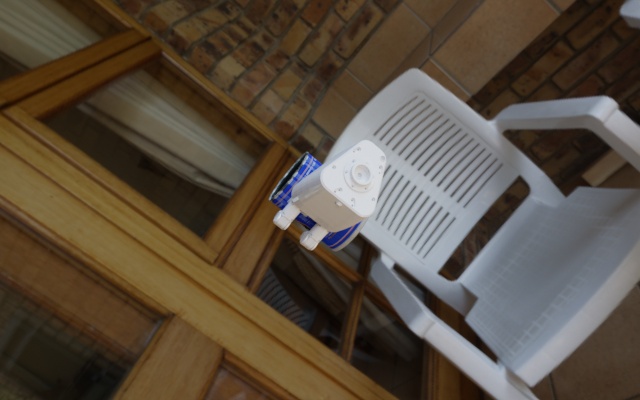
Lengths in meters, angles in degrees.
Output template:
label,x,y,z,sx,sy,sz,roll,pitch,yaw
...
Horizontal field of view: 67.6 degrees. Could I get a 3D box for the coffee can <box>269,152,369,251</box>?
label,x,y,z,sx,sy,sz,roll,pitch,yaw
coffee can,0.000,0.003,0.796,0.140,0.103,0.103,39,-9,-11
